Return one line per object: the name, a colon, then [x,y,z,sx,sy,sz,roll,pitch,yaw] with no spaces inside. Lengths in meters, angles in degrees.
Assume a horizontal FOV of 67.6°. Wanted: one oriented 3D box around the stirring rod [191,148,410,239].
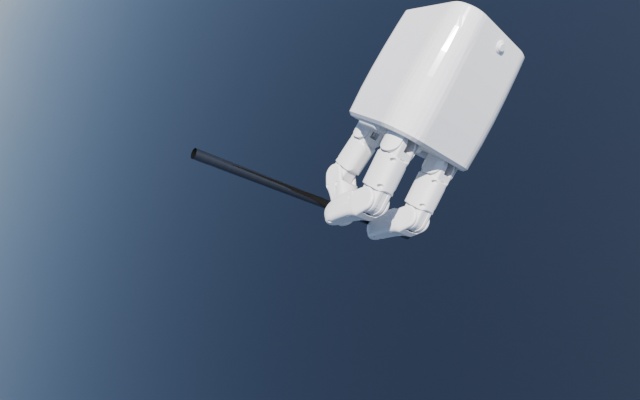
stirring rod: [0.000,0.001,0.405,0.239,0.011,0.011,21,-14,-39]
